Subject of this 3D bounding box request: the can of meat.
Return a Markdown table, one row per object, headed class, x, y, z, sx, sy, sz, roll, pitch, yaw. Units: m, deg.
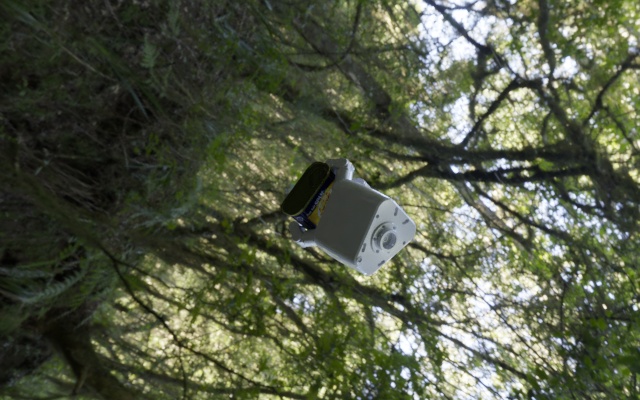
| class | x | y | z | sx | sy | sz | roll | pitch | yaw |
| --- | --- | --- | --- | --- | --- | --- | --- | --- | --- |
| can of meat | 0.000 | 0.003 | 0.777 | 0.084 | 0.102 | 0.057 | 42 | -12 | -34 |
